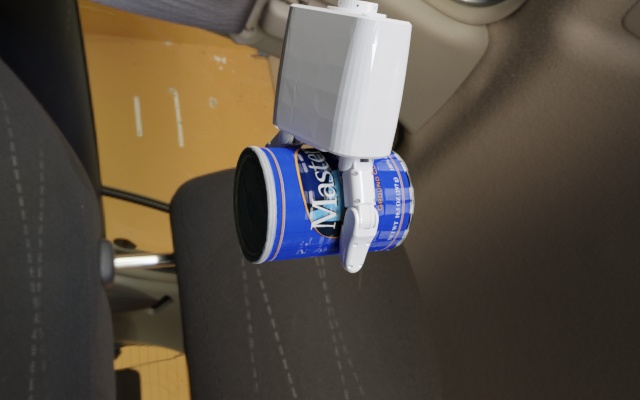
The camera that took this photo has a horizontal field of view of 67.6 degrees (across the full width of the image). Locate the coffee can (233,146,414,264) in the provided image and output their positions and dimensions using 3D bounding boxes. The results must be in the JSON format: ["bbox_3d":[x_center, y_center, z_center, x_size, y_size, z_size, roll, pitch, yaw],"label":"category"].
[{"bbox_3d":[0.000,0.002,0.447,0.140,0.103,0.103,-2,1,-26],"label":"coffee can"}]
